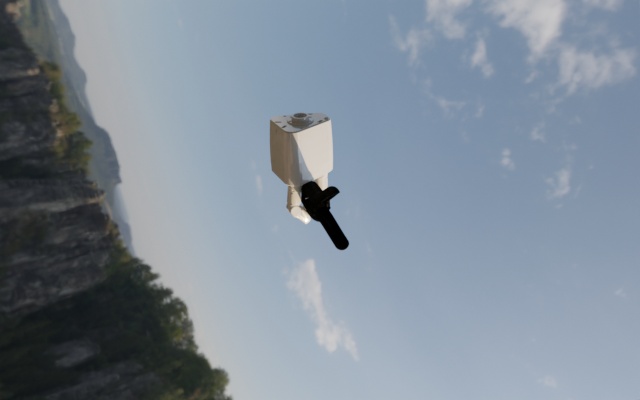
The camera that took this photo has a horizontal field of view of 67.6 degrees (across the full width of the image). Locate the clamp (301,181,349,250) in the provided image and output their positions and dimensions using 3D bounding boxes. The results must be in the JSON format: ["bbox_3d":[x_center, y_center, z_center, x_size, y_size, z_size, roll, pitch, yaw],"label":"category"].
[{"bbox_3d":[0.001,0.003,0.869,0.039,0.120,0.171,-16,34,-23],"label":"clamp"}]
